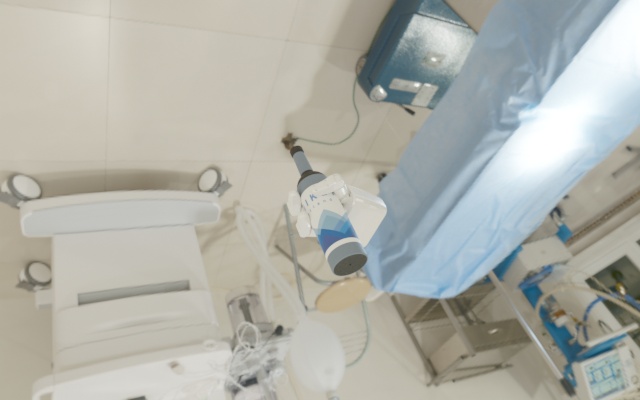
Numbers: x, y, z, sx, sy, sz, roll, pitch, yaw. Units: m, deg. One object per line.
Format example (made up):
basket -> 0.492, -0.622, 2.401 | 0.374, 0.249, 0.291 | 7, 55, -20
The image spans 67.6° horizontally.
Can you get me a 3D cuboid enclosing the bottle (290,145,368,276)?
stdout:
bottle -> 0.000, 0.003, 0.898 | 0.069, 0.295, 0.069 | -16, -38, -13
